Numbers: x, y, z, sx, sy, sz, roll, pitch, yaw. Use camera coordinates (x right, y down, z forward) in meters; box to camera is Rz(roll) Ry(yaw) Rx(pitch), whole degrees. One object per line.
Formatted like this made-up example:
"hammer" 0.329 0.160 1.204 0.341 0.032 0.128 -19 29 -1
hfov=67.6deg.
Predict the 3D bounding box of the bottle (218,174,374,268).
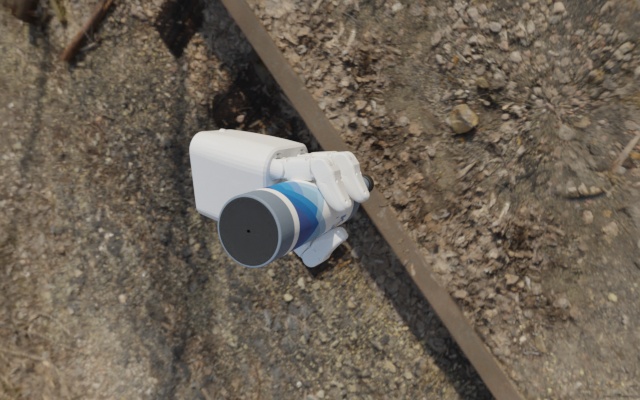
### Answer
"bottle" 0.000 0.002 0.545 0.069 0.069 0.295 0 10 26
